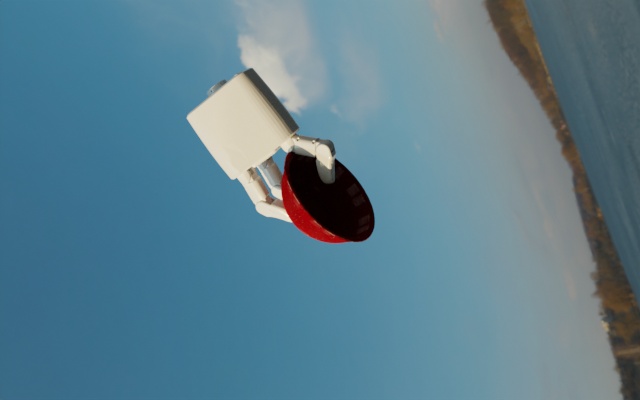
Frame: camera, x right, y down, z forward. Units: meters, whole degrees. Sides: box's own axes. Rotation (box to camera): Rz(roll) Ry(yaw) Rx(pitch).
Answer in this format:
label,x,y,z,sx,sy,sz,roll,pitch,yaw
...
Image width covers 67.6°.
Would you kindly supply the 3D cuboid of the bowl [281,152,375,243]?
label,x,y,z,sx,sy,sz,roll,pitch,yaw
bowl,0.001,0.003,0.669,0.162,0.162,0.055,0,-35,-50
